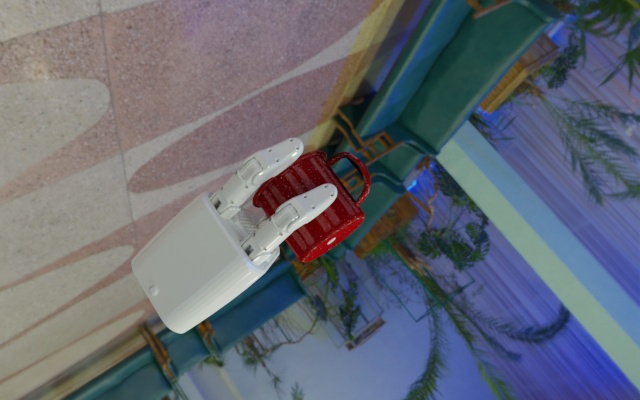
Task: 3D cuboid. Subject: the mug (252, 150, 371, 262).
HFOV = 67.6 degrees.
[{"bbox_3d":[0.001,0.001,0.486,0.117,0.081,0.093,-39,-13,12],"label":"mug"}]
